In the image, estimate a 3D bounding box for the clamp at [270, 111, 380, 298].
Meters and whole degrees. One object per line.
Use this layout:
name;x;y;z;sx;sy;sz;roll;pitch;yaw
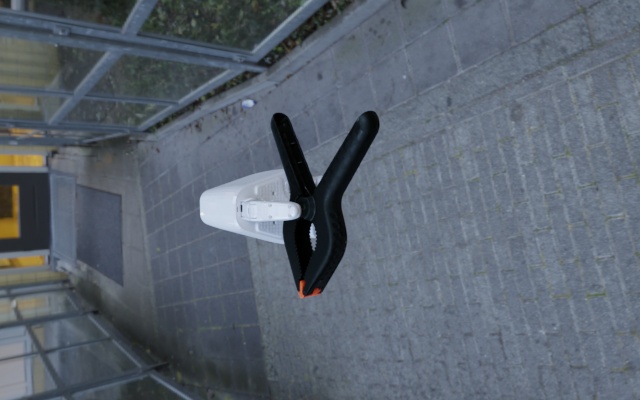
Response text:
clamp;-0.001;0.002;0.510;0.036;0.210;0.164;-2;2;-39
